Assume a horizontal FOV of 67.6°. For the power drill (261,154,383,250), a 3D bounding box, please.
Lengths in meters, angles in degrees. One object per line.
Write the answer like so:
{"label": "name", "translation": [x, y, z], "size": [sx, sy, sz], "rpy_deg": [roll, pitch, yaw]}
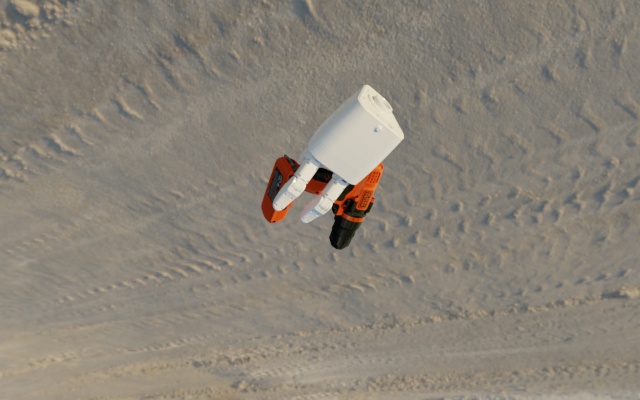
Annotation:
{"label": "power drill", "translation": [0.000, 0.002, 0.798], "size": [0.187, 0.184, 0.057], "rpy_deg": [4, 29, -32]}
